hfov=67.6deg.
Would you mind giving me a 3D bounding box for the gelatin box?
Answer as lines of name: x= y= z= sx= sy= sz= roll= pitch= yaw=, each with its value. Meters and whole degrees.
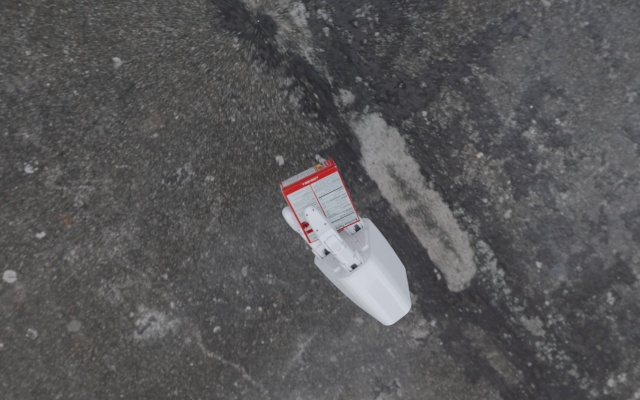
gelatin box: x=0.000 y=0.002 z=0.604 sx=0.073 sy=0.089 sz=0.030 roll=-26 pitch=29 yaw=1
